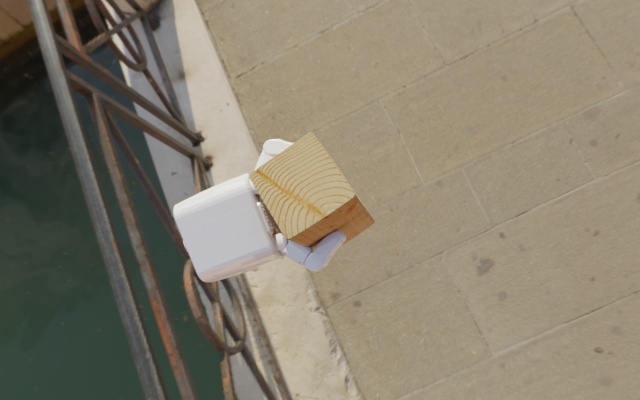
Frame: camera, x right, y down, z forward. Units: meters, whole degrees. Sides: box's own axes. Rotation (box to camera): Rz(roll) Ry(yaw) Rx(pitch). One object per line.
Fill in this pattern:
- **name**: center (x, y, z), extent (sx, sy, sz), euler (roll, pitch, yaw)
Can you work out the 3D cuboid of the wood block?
- **wood block**: center (0.000, 0.002, 0.612), extent (0.090, 0.090, 0.206), euler (-34, -15, 5)
